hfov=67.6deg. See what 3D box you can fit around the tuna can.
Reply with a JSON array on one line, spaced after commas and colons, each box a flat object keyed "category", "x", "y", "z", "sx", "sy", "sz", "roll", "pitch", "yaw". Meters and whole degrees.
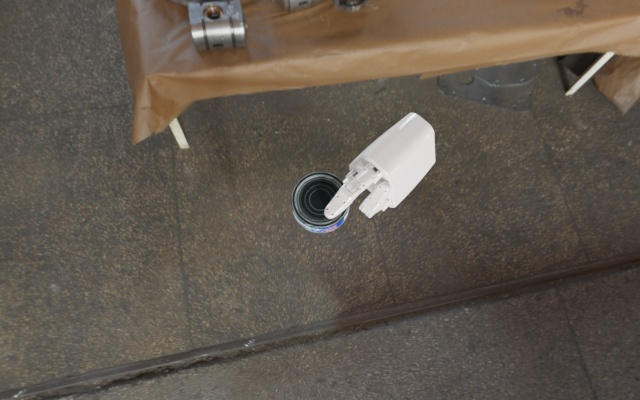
[{"category": "tuna can", "x": 0.000, "y": 0.002, "z": 0.690, "sx": 0.086, "sy": 0.086, "sz": 0.034, "roll": 0, "pitch": -15, "yaw": 1}]
